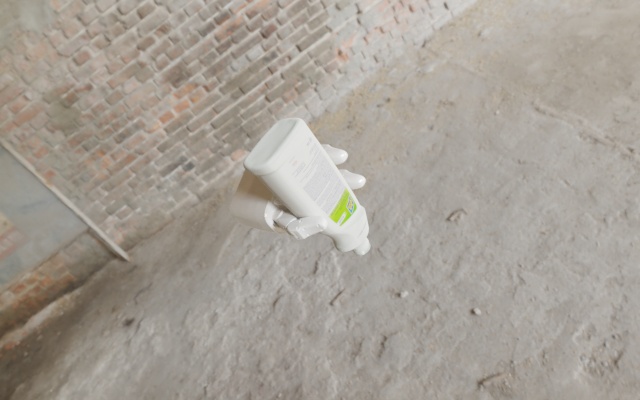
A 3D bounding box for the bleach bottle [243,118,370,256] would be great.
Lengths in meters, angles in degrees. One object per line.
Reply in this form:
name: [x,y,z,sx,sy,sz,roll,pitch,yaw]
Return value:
bleach bottle: [0.000,0.002,0.704,0.068,0.102,0.251,7,-37,46]
